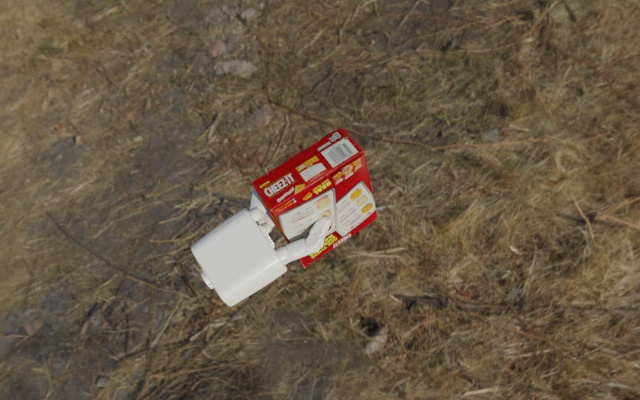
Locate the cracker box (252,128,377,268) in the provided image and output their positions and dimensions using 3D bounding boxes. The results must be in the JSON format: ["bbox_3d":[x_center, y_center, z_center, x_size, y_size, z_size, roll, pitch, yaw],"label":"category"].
[{"bbox_3d":[0.000,0.003,0.785,0.164,0.072,0.214,-33,-31,-7],"label":"cracker box"}]
